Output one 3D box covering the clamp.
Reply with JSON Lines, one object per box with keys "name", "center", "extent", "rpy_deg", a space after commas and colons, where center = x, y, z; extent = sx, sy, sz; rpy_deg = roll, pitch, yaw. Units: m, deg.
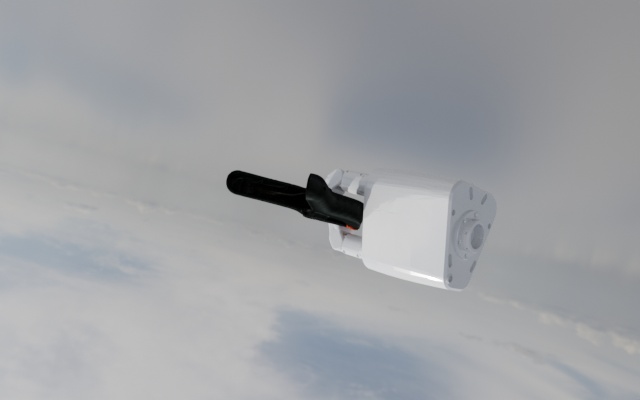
{"name": "clamp", "center": [0.000, 0.002, 0.501], "extent": [0.171, 0.039, 0.120], "rpy_deg": [17, -4, -42]}
